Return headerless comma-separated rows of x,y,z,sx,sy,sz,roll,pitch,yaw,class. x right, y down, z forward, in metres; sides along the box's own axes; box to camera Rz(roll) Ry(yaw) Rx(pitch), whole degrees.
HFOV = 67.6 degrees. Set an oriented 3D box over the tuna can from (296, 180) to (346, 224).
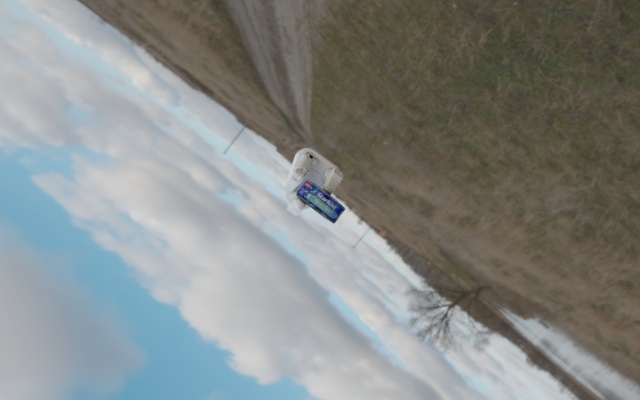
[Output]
0.000,0.003,0.826,0.086,0.034,0.086,37,-4,3,tuna can
